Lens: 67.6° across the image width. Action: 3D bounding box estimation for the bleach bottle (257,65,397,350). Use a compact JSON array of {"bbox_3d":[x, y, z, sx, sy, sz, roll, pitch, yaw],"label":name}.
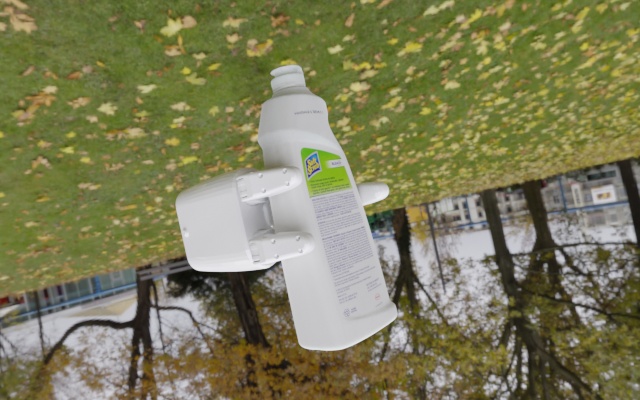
[{"bbox_3d":[0.000,0.002,0.445,0.068,0.251,0.102,-12,0,41],"label":"bleach bottle"}]
